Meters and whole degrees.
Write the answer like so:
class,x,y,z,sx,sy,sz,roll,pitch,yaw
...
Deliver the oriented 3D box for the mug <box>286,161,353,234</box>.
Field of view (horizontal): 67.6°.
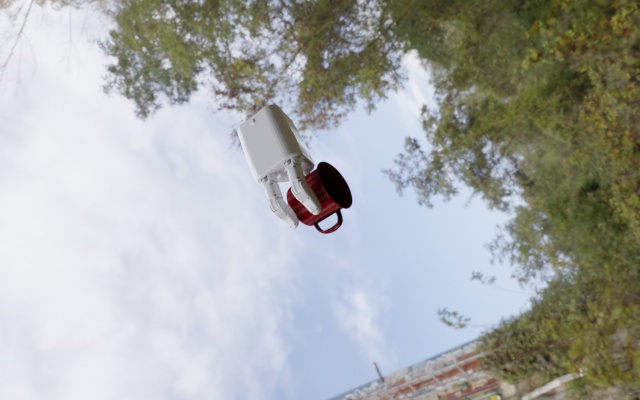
class,x,y,z,sx,sy,sz,roll,pitch,yaw
mug,0.001,0.004,0.823,0.081,0.117,0.093,-33,-20,27
